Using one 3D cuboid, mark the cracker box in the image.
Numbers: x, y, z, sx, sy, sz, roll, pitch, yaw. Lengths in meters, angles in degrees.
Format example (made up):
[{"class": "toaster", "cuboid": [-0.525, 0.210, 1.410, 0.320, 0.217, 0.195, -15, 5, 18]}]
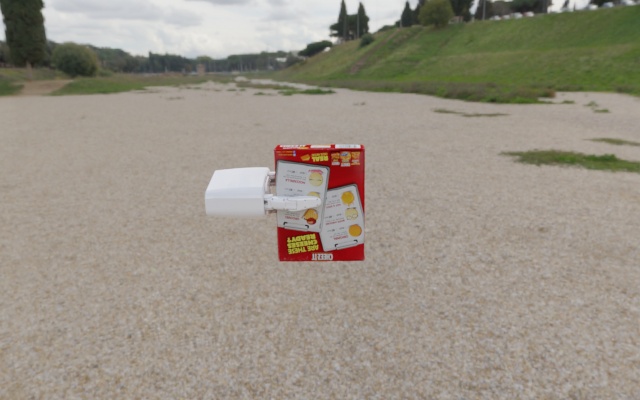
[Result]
[{"class": "cracker box", "cuboid": [0.000, 0.003, 0.894, 0.164, 0.214, 0.072, -1, 15, 2]}]
